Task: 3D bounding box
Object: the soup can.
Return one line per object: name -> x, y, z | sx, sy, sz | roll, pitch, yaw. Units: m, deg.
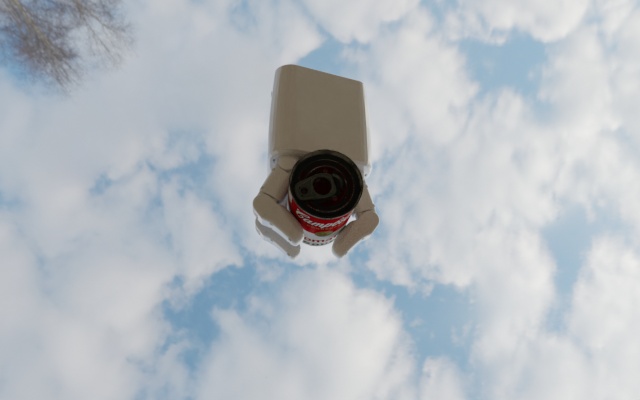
soup can -> 0.000, 0.002, 0.477 | 0.068, 0.068, 0.102 | 0, -20, -6
